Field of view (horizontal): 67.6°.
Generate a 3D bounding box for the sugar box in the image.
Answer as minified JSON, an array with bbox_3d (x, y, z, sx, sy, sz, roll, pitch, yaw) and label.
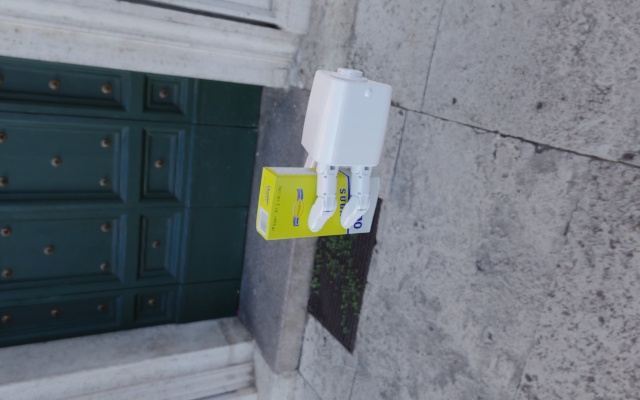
[{"bbox_3d":[0.000,0.002,0.676,0.176,0.093,0.048,-2,22,-30],"label":"sugar box"}]
